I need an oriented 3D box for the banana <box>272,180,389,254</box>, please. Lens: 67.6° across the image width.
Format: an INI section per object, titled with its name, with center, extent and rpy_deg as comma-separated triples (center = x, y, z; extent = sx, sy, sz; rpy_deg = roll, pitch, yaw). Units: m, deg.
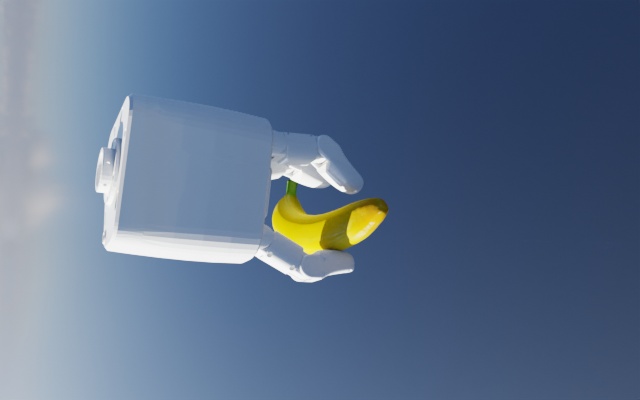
[banana]
center = -0.006, 0.019, 0.464
extent = 0.037, 0.069, 0.198
rpy_deg = 13, 1, -29
